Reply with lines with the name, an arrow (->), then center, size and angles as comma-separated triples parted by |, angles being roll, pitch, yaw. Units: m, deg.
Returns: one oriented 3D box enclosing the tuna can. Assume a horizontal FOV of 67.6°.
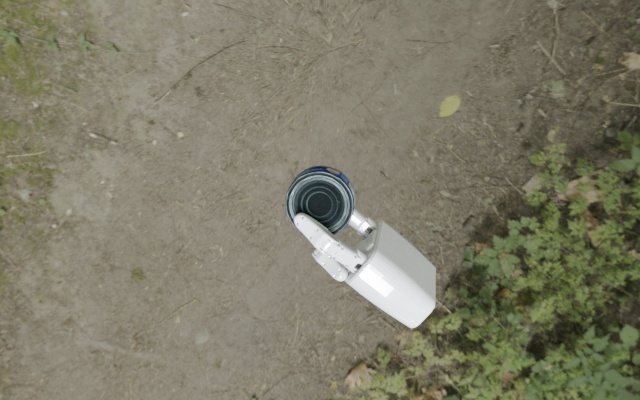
tuna can -> 0.000, 0.002, 0.589 | 0.086, 0.086, 0.033 | 0, 14, 6
